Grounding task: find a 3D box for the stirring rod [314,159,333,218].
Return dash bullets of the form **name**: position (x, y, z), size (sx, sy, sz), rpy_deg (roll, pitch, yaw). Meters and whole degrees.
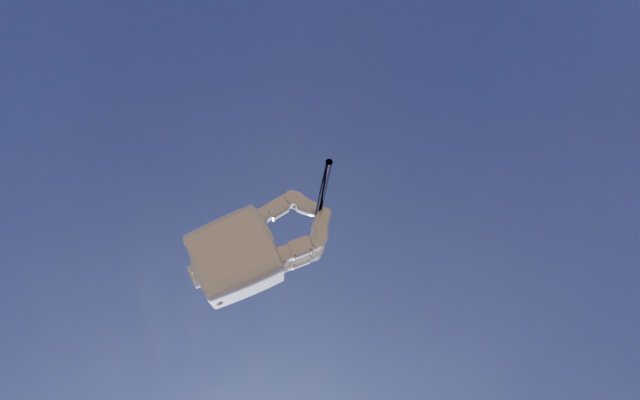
- **stirring rod**: position (0.000, 0.002, 0.631), size (0.011, 0.011, 0.240), rpy_deg (0, -22, -5)
